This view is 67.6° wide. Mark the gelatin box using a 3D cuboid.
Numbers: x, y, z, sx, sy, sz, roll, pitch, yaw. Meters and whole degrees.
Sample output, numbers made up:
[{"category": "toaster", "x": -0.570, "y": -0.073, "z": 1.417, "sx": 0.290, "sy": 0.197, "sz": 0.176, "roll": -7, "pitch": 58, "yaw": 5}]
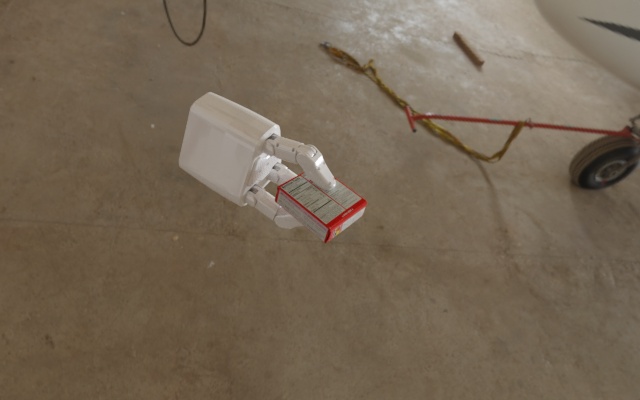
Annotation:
[{"category": "gelatin box", "x": 0.000, "y": 0.002, "z": 0.586, "sx": 0.089, "sy": 0.030, "sz": 0.073, "roll": 37, "pitch": 47, "yaw": 22}]
